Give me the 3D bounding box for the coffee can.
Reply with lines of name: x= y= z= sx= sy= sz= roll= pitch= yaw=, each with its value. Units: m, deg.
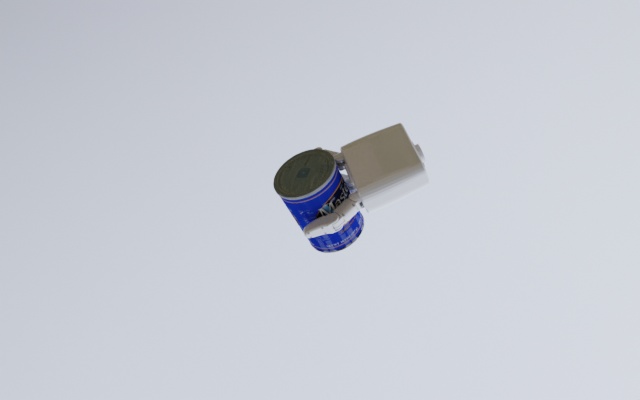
coffee can: x=0.000 y=0.003 z=0.771 sx=0.103 sy=0.102 sz=0.140 roll=0 pitch=-41 yaw=30
